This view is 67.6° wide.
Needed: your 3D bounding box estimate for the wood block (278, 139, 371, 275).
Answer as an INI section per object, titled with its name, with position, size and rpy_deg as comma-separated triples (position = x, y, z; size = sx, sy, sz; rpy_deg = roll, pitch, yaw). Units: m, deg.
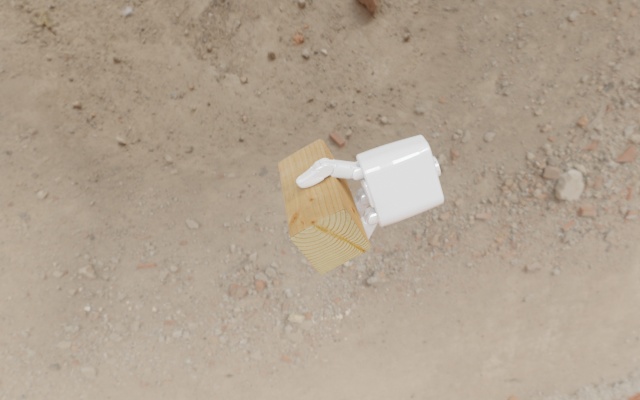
[wood block]
position = 0.000, 0.002, 0.757
size = 0.090, 0.091, 0.206
rpy_deg = -29, 35, 9
